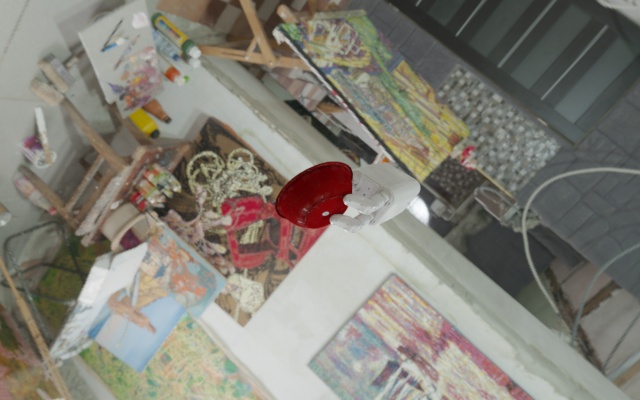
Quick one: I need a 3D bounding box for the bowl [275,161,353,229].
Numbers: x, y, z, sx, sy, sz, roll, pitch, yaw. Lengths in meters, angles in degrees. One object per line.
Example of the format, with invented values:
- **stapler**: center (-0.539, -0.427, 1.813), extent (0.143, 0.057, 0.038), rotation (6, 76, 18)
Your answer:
- **bowl**: center (-0.001, 0.003, 0.875), extent (0.162, 0.055, 0.162), rotation (-22, -30, -14)
